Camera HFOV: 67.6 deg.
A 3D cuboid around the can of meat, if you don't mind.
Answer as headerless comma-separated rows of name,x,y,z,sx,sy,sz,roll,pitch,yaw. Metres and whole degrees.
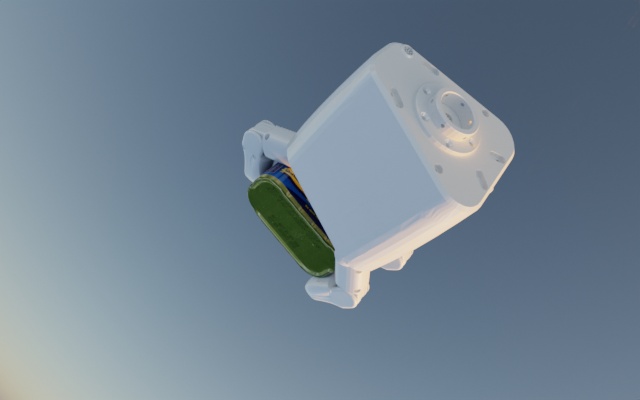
can of meat,0.000,0.001,0.404,0.084,0.102,0.057,-43,4,-39
